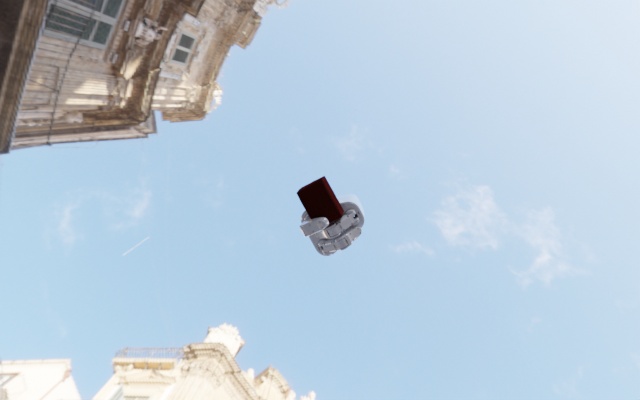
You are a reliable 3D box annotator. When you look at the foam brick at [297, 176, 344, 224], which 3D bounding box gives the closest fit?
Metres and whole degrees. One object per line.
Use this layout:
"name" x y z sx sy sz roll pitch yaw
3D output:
"foam brick" 0.000 0.003 0.852 0.053 0.078 0.051 -27 8 11
